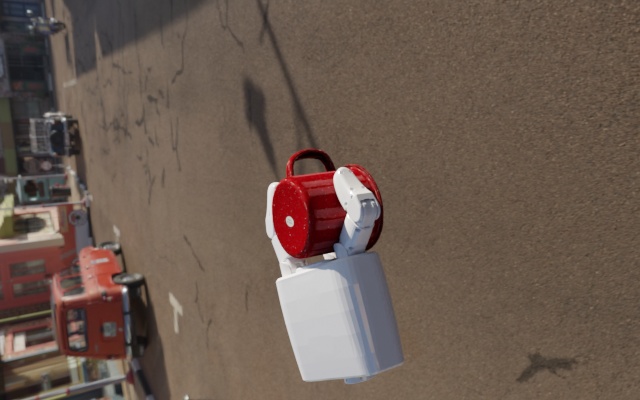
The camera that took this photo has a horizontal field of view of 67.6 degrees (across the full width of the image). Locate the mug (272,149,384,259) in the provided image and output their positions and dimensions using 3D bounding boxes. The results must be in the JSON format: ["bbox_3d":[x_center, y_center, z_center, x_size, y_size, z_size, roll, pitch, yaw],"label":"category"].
[{"bbox_3d":[0.000,0.000,0.486,0.081,0.117,0.093,-8,-14,-31],"label":"mug"}]
